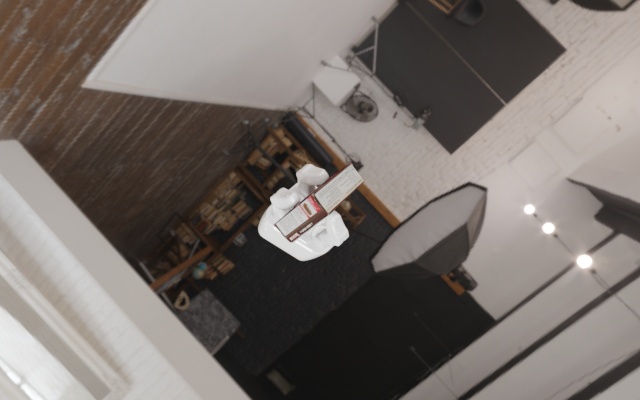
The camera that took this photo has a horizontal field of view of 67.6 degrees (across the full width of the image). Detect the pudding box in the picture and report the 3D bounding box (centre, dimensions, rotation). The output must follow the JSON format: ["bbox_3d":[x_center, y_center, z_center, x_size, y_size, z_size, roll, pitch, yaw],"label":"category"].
[{"bbox_3d":[0.000,0.002,0.659,0.090,0.039,0.113,-39,3,40],"label":"pudding box"}]
